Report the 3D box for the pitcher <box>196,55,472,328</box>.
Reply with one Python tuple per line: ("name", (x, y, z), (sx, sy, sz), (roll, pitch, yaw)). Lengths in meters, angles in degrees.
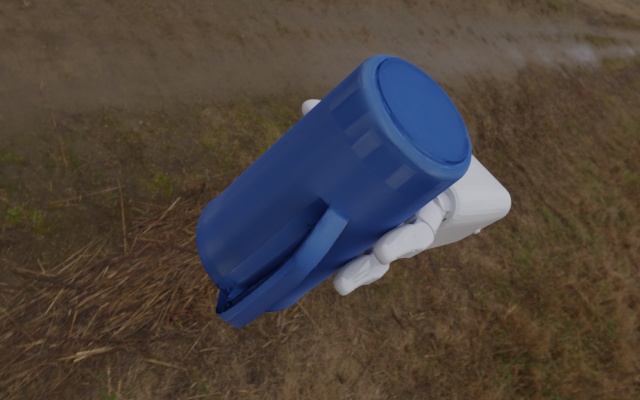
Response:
("pitcher", (0.000, 0.001, 0.404), (0.145, 0.149, 0.243), (0, -29, -42))
